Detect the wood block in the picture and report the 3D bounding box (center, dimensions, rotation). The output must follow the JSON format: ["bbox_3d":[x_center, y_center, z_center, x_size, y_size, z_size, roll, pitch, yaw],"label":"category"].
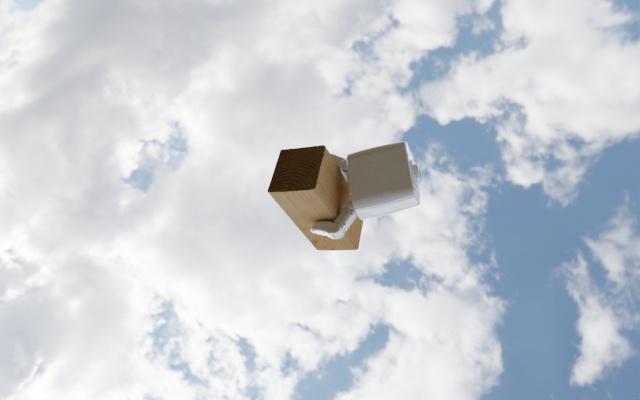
[{"bbox_3d":[0.000,0.003,0.855,0.090,0.090,0.206,-3,-34,26],"label":"wood block"}]
